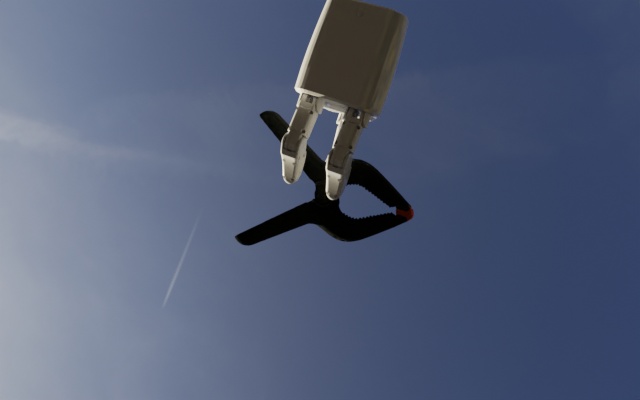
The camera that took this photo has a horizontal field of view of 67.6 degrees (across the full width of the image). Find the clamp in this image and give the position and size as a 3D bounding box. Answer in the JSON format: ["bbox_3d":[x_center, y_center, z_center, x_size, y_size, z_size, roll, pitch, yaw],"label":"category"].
[{"bbox_3d":[0.001,0.002,0.556,0.210,0.164,0.036,20,8,15],"label":"clamp"}]
